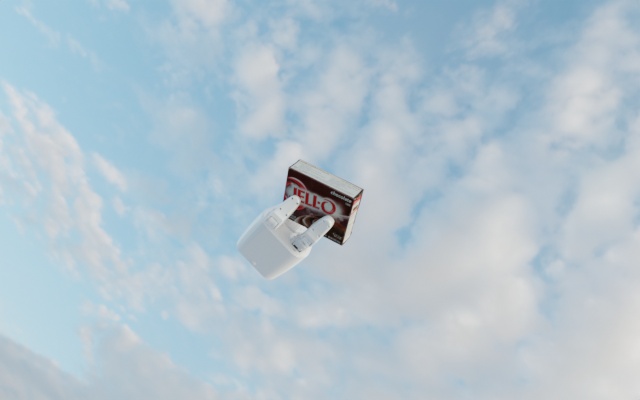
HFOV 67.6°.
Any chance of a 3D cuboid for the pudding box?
[{"bbox_3d":[0.000,0.002,0.708,0.113,0.090,0.039,25,40,16],"label":"pudding box"}]
